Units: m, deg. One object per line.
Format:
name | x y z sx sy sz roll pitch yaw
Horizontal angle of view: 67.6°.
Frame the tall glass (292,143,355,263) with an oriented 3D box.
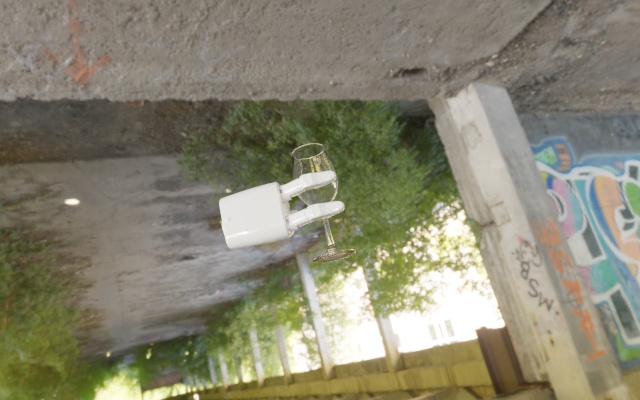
tall glass | 0.000 0.003 0.835 0.079 0.201 0.079 -12 -17 -4
